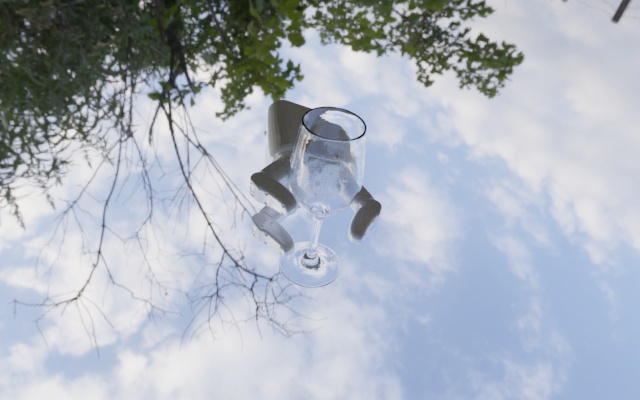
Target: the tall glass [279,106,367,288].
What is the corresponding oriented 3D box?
[{"bbox_3d":[0.000,0.002,0.513,0.079,0.201,0.079,6,41,-5],"label":"tall glass"}]
